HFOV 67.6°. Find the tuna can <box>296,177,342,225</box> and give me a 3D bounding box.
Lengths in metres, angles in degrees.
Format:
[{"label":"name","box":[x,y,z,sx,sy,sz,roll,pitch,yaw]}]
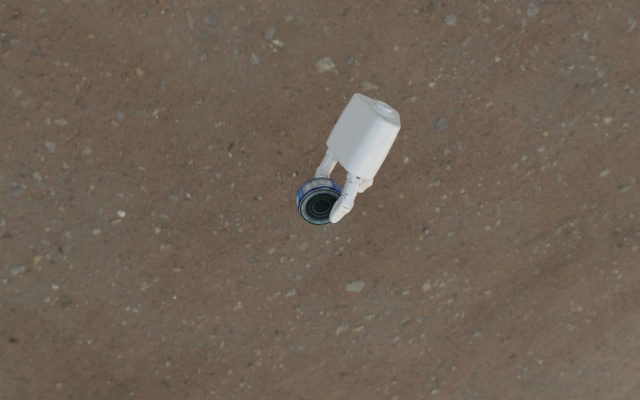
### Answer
[{"label":"tuna can","box":[0.000,0.003,0.854,0.086,0.086,0.033,0,36,-12]}]
